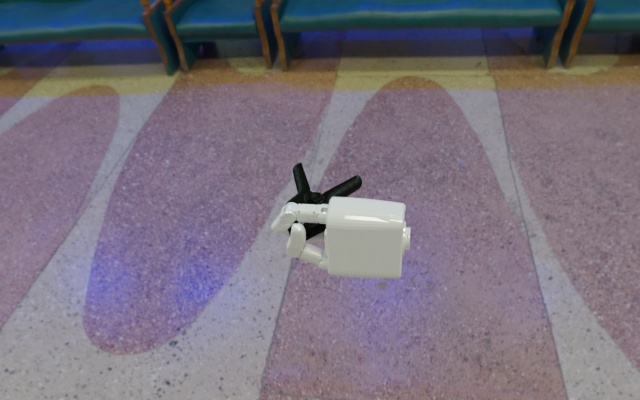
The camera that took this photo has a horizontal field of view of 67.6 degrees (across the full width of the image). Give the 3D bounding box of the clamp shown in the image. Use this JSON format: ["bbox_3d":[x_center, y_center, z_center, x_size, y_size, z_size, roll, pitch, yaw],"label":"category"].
[{"bbox_3d":[0.000,0.002,0.761,0.120,0.039,0.171,3,45,11],"label":"clamp"}]
